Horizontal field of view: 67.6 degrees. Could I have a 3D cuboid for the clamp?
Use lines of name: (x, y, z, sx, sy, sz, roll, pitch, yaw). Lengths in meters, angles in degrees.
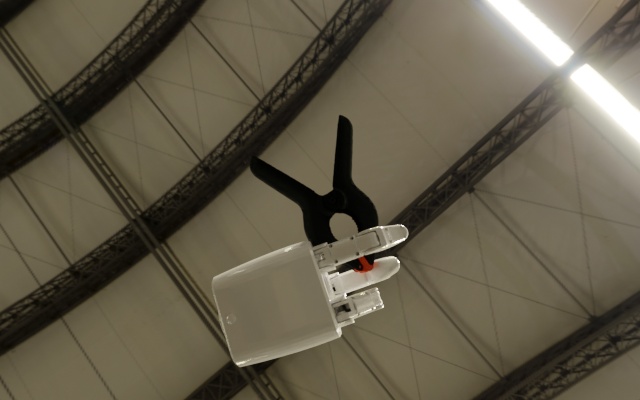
clamp: (0.000, 0.002, 0.509, 0.120, 0.171, 0.039, -19, -12, 0)
